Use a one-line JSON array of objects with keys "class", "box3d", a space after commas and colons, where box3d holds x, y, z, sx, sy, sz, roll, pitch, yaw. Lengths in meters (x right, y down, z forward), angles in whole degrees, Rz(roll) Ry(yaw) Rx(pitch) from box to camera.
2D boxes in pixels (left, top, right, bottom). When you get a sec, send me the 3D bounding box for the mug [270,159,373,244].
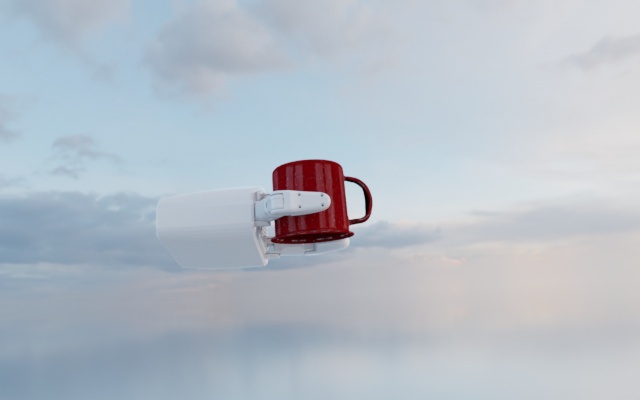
[{"class": "mug", "box3d": [0.002, 0.001, 0.535, 0.117, 0.081, 0.093, -4, -11, -1]}]
